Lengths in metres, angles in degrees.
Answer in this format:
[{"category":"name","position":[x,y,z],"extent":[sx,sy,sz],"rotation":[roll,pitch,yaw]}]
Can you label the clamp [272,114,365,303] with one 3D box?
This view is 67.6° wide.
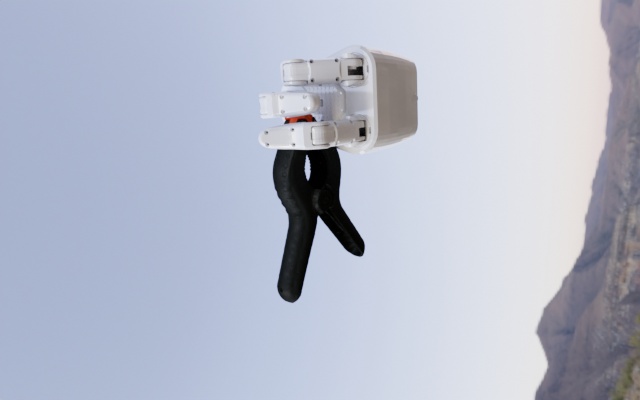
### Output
[{"category":"clamp","position":[0.000,0.001,0.463],"extent":[0.039,0.171,0.120],"rotation":[7,15,35]}]
